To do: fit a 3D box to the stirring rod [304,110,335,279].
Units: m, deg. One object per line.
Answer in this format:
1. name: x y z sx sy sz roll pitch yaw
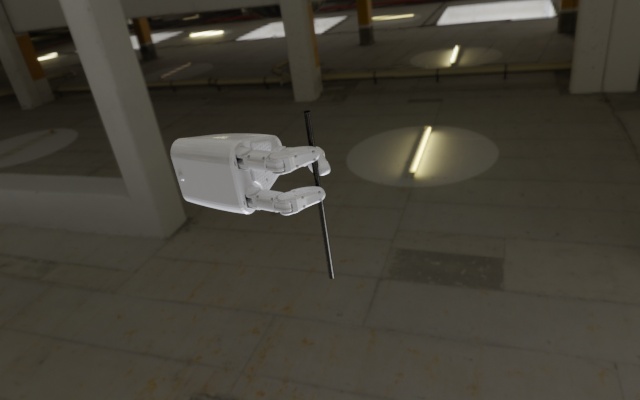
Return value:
1. stirring rod: 0.000 0.002 0.610 0.011 0.240 0.011 -7 28 4
